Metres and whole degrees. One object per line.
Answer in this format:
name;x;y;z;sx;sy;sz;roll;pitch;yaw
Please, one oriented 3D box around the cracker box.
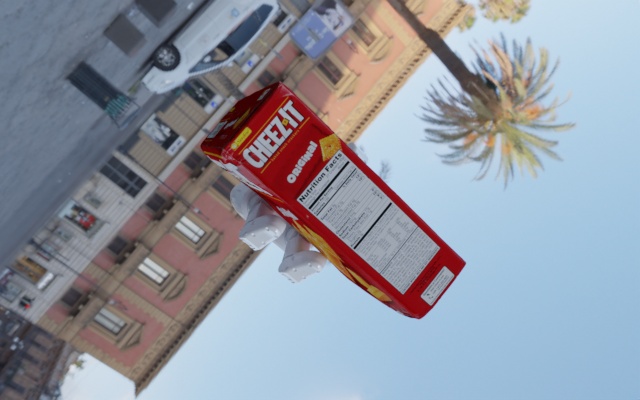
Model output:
cracker box;0.000;0.001;0.428;0.214;0.072;0.164;42;-8;-19
